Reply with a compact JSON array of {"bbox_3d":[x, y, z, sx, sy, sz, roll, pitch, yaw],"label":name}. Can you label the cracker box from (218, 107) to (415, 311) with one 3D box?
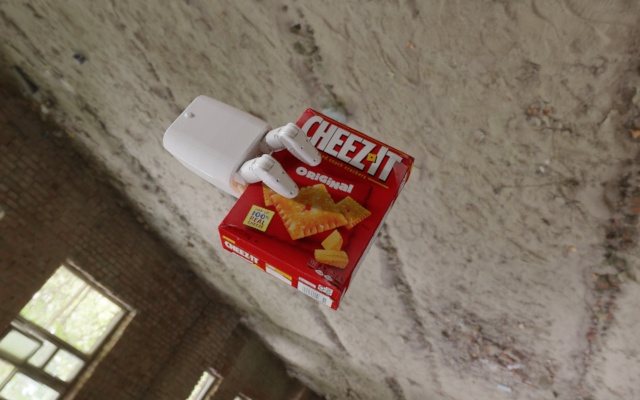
[{"bbox_3d":[0.000,0.002,0.603,0.164,0.213,0.072,27,-27,10],"label":"cracker box"}]
